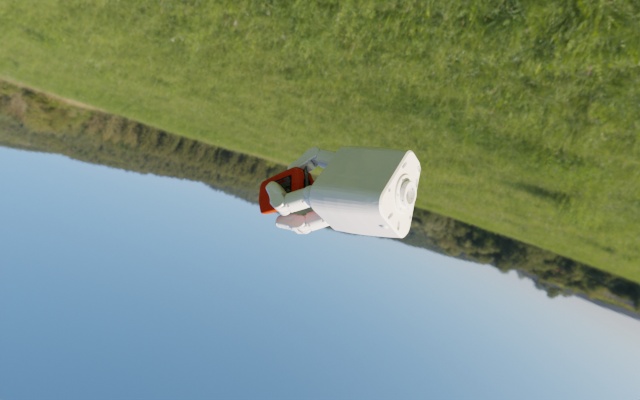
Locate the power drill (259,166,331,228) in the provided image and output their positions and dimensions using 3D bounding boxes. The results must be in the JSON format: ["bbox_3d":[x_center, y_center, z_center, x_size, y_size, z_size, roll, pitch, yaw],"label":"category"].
[{"bbox_3d":[0.000,0.002,0.757,0.188,0.057,0.184,9,-20,-38],"label":"power drill"}]
